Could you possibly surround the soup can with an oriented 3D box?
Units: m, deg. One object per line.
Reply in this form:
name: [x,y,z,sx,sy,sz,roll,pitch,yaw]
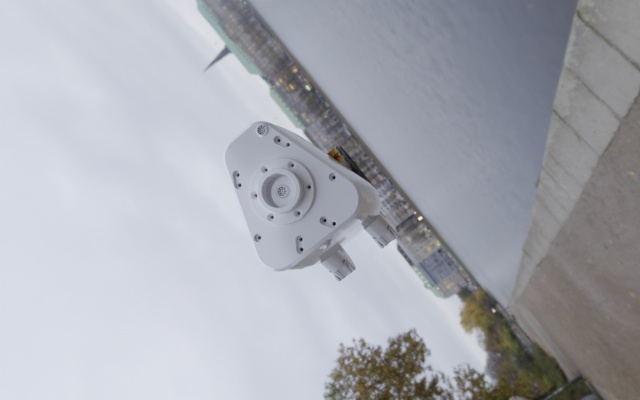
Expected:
soup can: [0.000,0.002,0.482,0.102,0.068,0.068,-39,-6,8]
